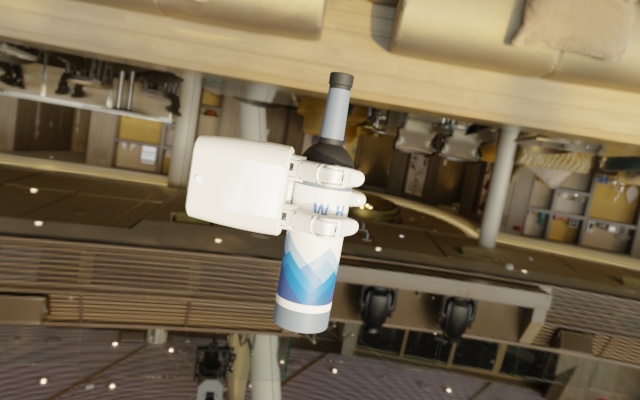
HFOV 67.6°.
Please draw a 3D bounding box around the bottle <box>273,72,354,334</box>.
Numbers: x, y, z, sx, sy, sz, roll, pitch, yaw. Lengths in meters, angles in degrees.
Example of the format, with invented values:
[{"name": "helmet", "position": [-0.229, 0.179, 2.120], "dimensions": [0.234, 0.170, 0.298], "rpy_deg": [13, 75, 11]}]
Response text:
[{"name": "bottle", "position": [0.000, 0.002, 0.555], "dimensions": [0.069, 0.296, 0.069], "rpy_deg": [10, 7, -1]}]
